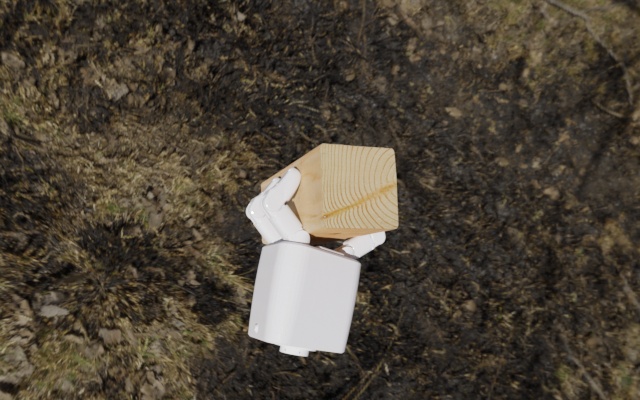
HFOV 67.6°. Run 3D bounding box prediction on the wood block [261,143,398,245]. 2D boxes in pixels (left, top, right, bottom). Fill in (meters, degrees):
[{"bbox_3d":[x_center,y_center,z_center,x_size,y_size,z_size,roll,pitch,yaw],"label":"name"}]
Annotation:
[{"bbox_3d":[0.000,0.002,0.587,0.091,0.090,0.206,2,-10,-24],"label":"wood block"}]
